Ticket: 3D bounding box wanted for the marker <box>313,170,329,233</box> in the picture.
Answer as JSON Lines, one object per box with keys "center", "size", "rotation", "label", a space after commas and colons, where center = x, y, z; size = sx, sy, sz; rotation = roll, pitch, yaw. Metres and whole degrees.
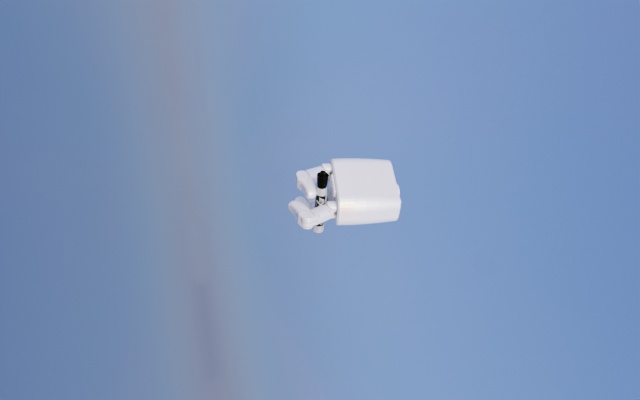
{"center": [0.000, 0.003, 0.776], "size": [0.020, 0.121, 0.020], "rotation": [3, 39, -2], "label": "marker"}
